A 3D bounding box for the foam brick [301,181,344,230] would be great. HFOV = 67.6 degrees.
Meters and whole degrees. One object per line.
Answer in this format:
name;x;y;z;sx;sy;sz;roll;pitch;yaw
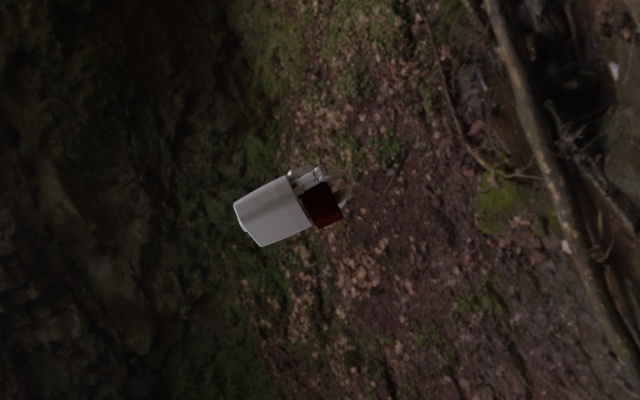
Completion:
foam brick;0.000;0.003;0.835;0.051;0.078;0.053;-25;-21;1
